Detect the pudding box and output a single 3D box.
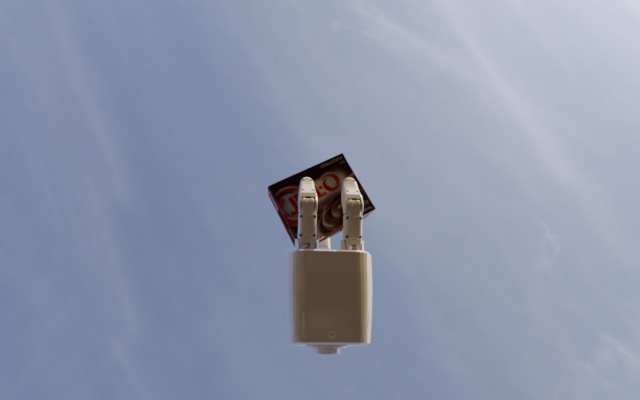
[{"bbox_3d":[0.000,0.002,0.621,0.113,0.090,0.039,-25,-16,-15],"label":"pudding box"}]
